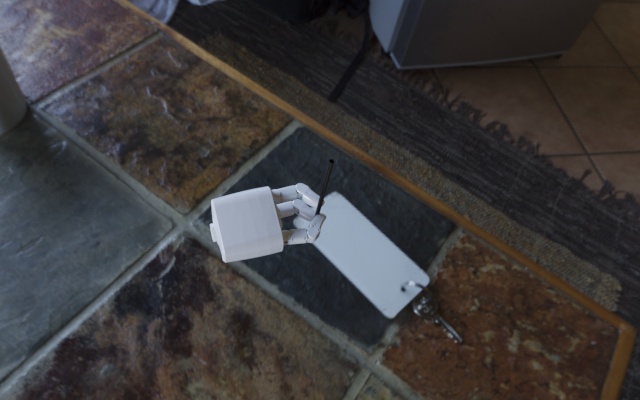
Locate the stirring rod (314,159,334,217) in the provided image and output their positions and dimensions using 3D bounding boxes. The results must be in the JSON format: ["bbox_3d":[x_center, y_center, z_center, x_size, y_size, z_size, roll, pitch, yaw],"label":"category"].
[{"bbox_3d":[0.000,0.003,0.843,0.011,0.011,0.240,0,-32,-10],"label":"stirring rod"}]
